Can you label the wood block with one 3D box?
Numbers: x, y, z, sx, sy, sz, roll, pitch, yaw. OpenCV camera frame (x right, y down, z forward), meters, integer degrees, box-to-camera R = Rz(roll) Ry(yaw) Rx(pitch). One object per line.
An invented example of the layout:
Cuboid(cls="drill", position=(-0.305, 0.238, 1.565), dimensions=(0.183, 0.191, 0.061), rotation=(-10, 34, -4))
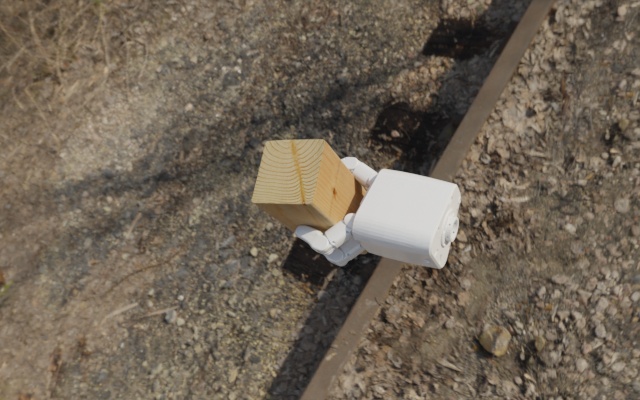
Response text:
Cuboid(cls="wood block", position=(0.000, 0.002, 0.682), dimensions=(0.090, 0.090, 0.206), rotation=(1, -22, 26))
